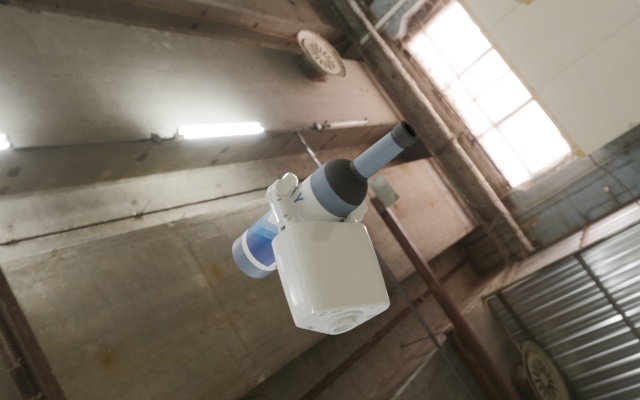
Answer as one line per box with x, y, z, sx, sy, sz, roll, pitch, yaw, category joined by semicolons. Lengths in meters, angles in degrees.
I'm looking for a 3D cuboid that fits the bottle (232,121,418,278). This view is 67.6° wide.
0.000;0.002;0.596;0.296;0.069;0.069;-39;-23;32;bottle
